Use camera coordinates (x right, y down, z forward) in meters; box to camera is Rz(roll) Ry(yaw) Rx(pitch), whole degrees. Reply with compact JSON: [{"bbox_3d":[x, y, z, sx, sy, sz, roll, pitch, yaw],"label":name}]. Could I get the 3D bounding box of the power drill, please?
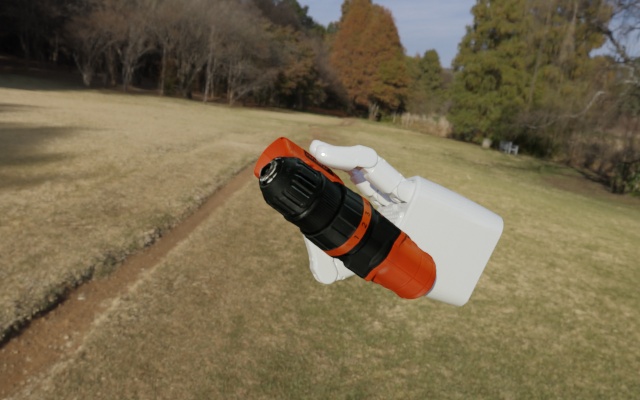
[{"bbox_3d":[0.000,0.001,0.433,0.184,0.057,0.187,38,4,-31],"label":"power drill"}]
